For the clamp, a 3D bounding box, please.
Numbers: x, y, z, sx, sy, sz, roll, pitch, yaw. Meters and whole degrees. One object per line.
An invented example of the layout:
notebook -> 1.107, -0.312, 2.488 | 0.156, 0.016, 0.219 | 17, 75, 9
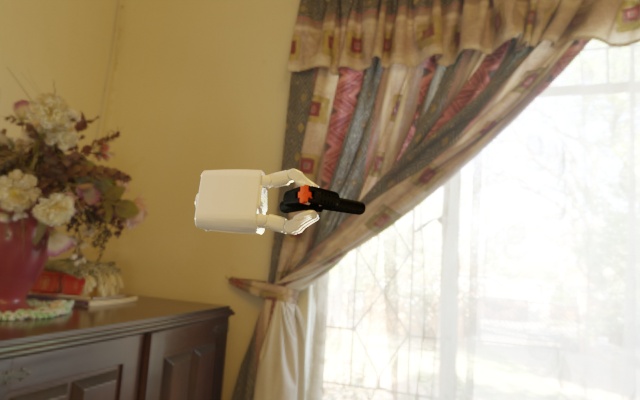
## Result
clamp -> 0.000, 0.002, 0.827 | 0.164, 0.036, 0.210 | 1, -7, 2
